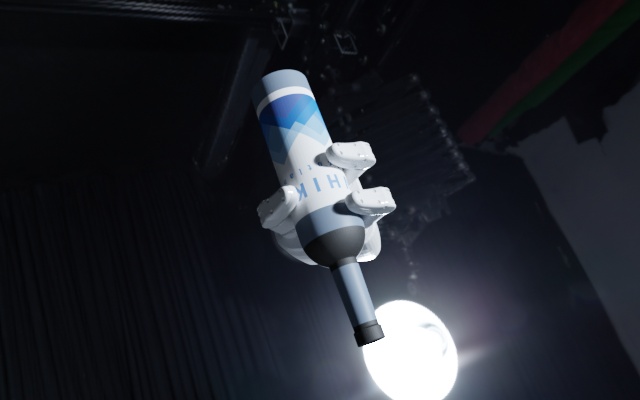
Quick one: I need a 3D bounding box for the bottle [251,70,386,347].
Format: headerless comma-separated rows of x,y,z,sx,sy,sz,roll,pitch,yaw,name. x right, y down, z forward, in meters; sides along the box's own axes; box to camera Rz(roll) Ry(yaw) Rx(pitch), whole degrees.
0.000,0.001,0.491,0.069,0.295,0.069,-17,-22,-7,bottle
